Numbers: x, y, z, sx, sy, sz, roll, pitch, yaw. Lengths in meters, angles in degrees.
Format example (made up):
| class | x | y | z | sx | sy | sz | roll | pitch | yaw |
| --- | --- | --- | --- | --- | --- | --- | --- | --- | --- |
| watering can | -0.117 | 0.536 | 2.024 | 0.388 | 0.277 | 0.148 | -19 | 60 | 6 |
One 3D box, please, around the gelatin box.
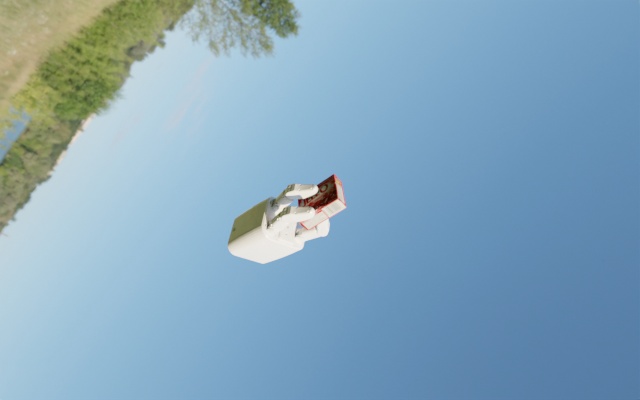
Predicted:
| class | x | y | z | sx | sy | sz | roll | pitch | yaw |
| --- | --- | --- | --- | --- | --- | --- | --- | --- | --- |
| gelatin box | 0.001 | 0.003 | 0.868 | 0.089 | 0.073 | 0.030 | -32 | -54 | 20 |
